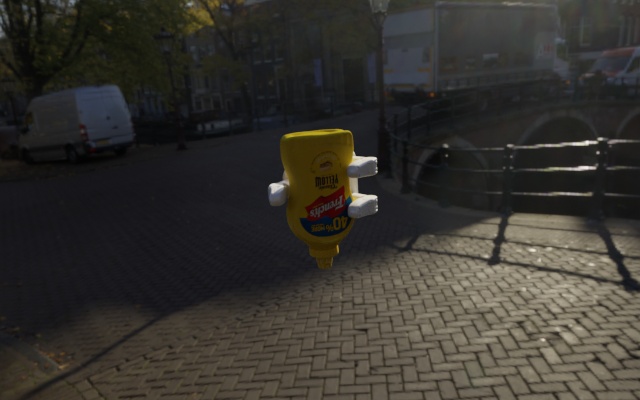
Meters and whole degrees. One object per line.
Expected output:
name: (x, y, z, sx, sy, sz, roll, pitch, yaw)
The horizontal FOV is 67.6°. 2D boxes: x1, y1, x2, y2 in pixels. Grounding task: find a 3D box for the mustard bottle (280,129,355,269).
mustard bottle: (0.000, 0.002, 0.655, 0.096, 0.192, 0.058, -10, 16, -24)
